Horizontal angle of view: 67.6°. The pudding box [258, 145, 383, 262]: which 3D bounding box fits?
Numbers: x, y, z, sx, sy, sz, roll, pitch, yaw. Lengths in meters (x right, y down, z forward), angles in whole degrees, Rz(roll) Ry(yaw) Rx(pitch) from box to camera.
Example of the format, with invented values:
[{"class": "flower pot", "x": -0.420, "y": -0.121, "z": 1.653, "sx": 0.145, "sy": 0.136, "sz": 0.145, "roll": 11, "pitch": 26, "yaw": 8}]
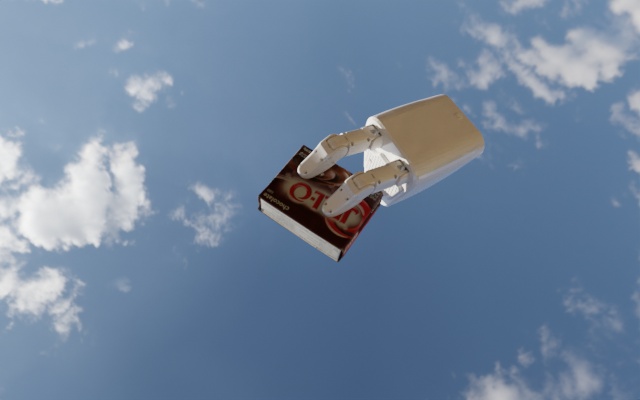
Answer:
[{"class": "pudding box", "x": 0.000, "y": 0.002, "z": 0.538, "sx": 0.113, "sy": 0.090, "sz": 0.039, "roll": 31, "pitch": -31, "yaw": 13}]
